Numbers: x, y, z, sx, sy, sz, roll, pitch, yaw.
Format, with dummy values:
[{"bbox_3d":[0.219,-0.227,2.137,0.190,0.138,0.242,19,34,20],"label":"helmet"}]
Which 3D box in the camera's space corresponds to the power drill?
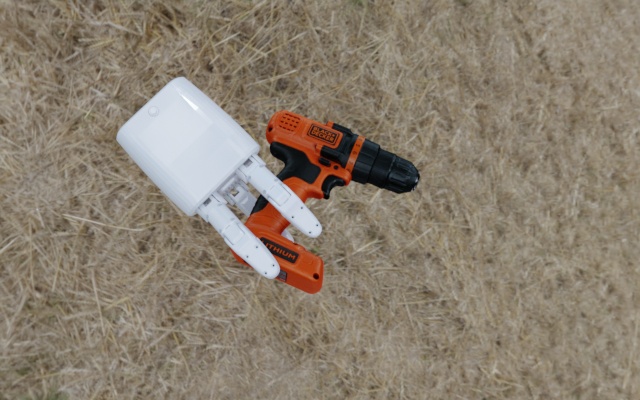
[{"bbox_3d":[0.000,0.002,0.521,0.184,0.187,0.057,22,-27,7],"label":"power drill"}]
